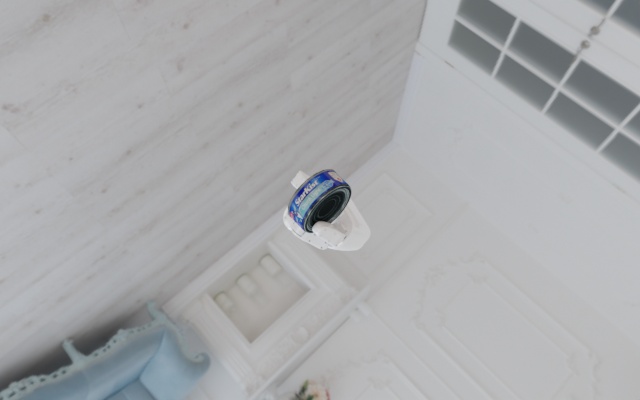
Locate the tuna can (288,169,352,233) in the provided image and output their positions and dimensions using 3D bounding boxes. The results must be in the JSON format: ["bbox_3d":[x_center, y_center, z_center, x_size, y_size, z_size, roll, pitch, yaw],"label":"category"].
[{"bbox_3d":[0.000,0.002,0.630,0.033,0.086,0.086,45,22,24],"label":"tuna can"}]
